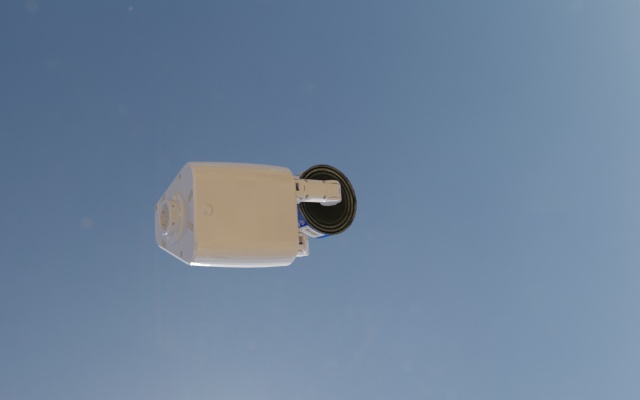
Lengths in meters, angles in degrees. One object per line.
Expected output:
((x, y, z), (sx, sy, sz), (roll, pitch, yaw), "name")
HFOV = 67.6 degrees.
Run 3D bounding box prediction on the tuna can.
((0.000, 0.002, 0.577), (0.086, 0.086, 0.034), (0, -13, -35), "tuna can")
